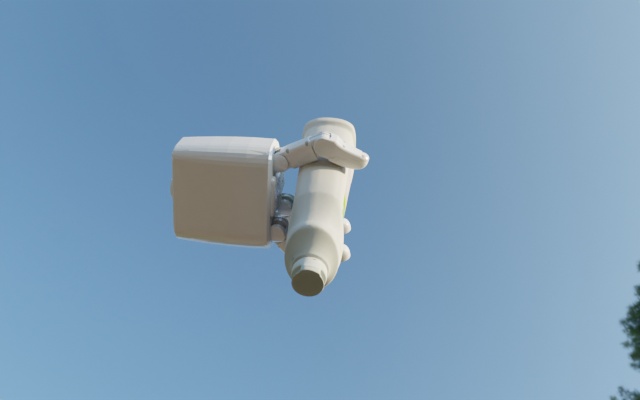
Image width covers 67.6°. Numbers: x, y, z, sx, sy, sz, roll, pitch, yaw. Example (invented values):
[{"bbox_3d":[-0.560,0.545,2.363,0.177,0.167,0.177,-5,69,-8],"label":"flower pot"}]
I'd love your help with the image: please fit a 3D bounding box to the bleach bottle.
[{"bbox_3d":[0.000,0.002,0.505,0.068,0.103,0.250,3,29,4],"label":"bleach bottle"}]
